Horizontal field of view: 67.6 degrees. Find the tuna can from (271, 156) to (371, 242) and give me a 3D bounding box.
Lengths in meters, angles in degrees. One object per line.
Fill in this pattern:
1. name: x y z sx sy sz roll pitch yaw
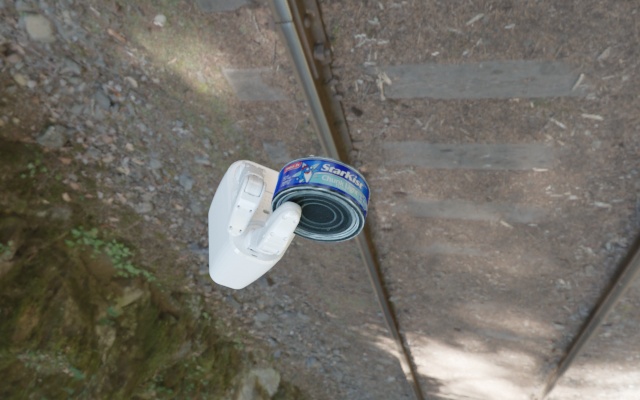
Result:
1. tuna can: 0.000 0.002 0.424 0.086 0.033 0.086 8 -36 6
